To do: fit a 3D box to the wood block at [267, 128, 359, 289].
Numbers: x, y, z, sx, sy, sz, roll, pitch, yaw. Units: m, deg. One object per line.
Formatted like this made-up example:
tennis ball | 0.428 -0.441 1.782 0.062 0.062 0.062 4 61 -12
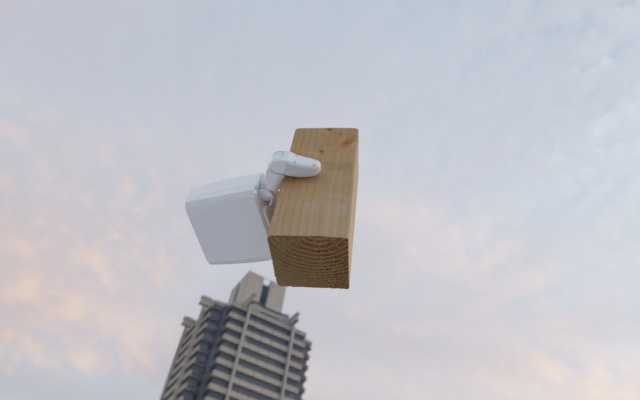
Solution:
wood block | 0.000 0.002 0.610 0.090 0.091 0.206 1 43 7
